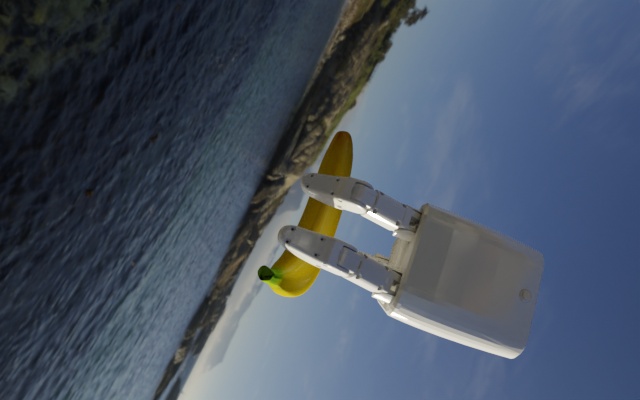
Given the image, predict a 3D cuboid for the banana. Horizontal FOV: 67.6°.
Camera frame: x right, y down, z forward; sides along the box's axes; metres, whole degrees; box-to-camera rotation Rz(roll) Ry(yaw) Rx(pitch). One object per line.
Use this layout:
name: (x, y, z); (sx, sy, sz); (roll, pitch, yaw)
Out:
banana: (-0.003, 0.017, 0.428); (0.037, 0.070, 0.197); (17, 45, 8)
